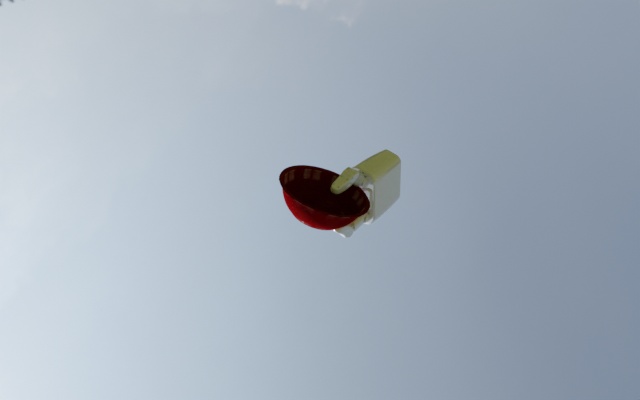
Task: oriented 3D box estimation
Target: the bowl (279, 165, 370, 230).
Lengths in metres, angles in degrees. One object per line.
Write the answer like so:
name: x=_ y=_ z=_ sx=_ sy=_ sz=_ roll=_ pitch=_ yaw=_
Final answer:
bowl: x=-0.001 y=0.003 z=0.816 sx=0.162 sy=0.055 sz=0.162 roll=16 pitch=28 yaw=-9
